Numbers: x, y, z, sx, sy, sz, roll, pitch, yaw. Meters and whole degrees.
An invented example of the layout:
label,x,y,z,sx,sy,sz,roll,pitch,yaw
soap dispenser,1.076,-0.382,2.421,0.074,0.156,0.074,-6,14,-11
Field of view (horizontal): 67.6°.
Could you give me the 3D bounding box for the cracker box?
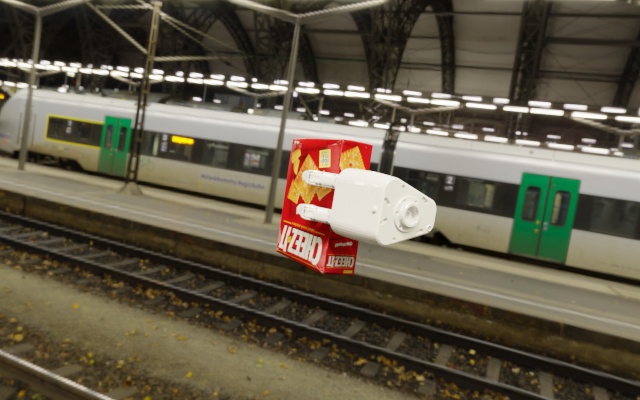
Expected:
label,x,y,z,sx,sy,sz,roll,pitch,yaw
cracker box,0.000,0.003,0.815,0.072,0.214,0.164,7,4,-33
